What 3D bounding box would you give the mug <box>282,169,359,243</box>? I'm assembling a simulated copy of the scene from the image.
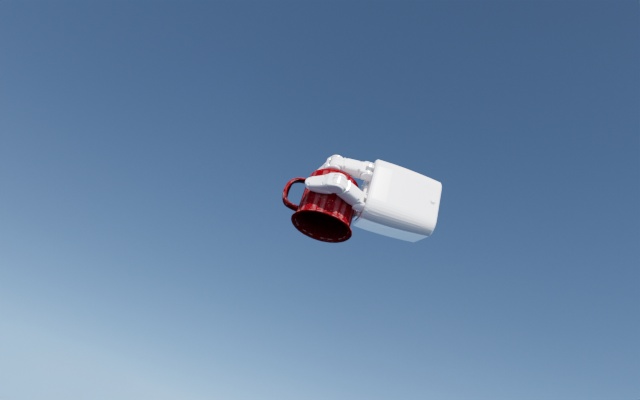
[{"bbox_3d":[-0.001,0.002,0.720,0.117,0.081,0.093,19,-30,-3],"label":"mug"}]
